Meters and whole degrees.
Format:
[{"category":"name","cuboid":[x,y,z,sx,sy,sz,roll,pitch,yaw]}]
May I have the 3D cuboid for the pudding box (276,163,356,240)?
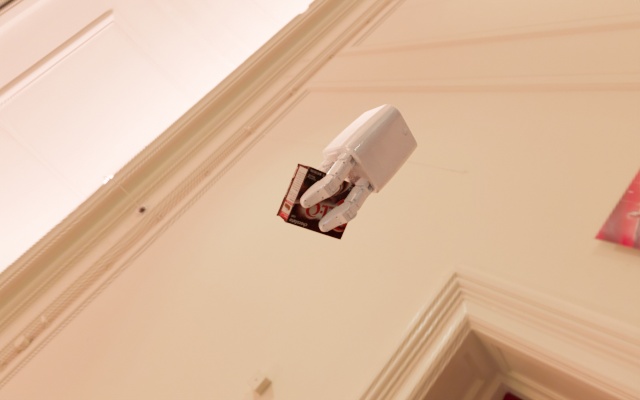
[{"category":"pudding box","cuboid":[0.000,0.002,0.730,0.113,0.090,0.039,20,4,-34]}]
